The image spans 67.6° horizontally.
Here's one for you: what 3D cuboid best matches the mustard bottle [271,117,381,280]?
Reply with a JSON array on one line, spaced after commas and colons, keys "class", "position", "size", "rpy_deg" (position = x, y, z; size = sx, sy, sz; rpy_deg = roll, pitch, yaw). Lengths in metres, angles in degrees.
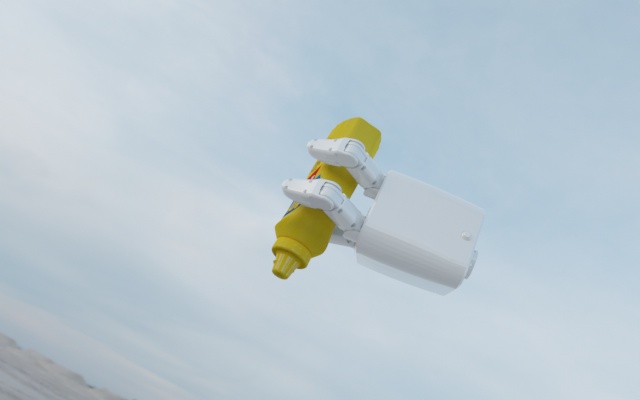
[{"class": "mustard bottle", "position": [0.000, 0.001, 0.519], "size": [0.058, 0.191, 0.096], "rpy_deg": [34, -30, -10]}]
